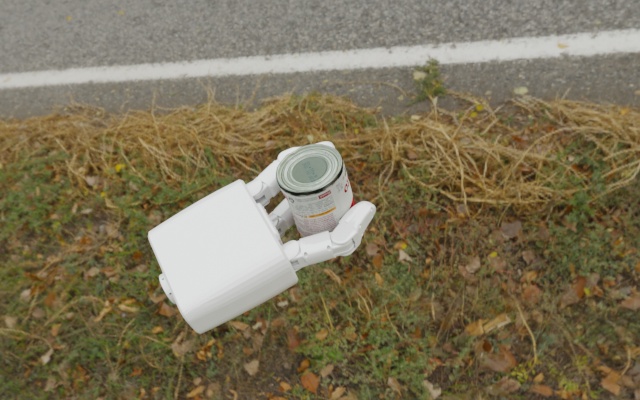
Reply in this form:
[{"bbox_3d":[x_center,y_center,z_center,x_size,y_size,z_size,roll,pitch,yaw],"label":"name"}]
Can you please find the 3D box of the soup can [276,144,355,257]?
[{"bbox_3d":[0.000,0.001,0.484,0.068,0.068,0.102,0,-41,18],"label":"soup can"}]
